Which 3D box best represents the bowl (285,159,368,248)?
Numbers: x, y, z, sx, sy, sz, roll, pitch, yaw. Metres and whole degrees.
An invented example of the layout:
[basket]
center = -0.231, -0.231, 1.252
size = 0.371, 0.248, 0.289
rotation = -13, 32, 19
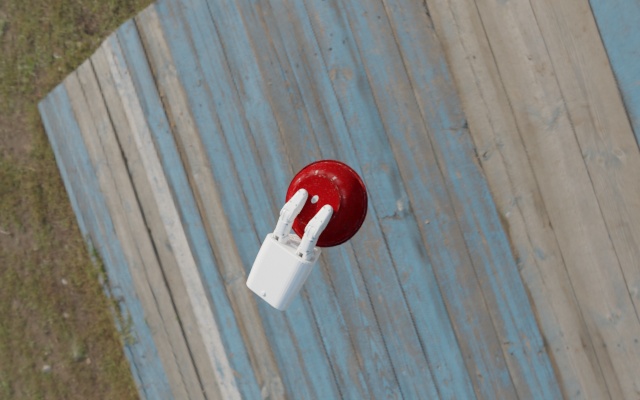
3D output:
[bowl]
center = 0.000, 0.001, 0.848
size = 0.162, 0.162, 0.055
rotation = 0, -5, 21
